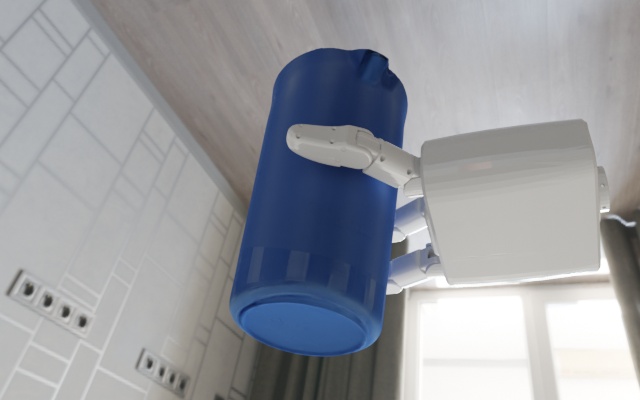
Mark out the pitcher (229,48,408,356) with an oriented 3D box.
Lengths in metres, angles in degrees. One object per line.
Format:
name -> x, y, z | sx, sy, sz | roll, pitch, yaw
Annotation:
pitcher -> 0.000, 0.001, 0.408 | 0.145, 0.242, 0.149 | -7, -41, 20
